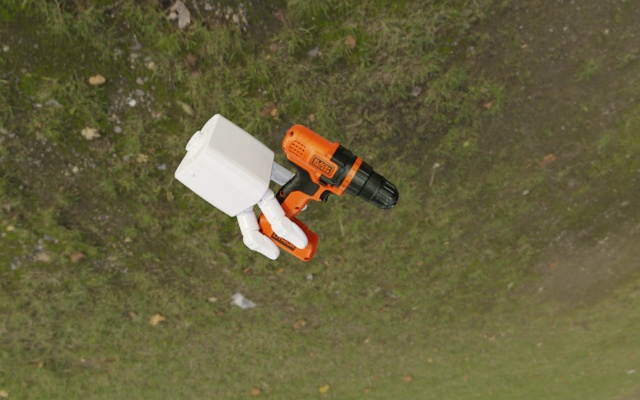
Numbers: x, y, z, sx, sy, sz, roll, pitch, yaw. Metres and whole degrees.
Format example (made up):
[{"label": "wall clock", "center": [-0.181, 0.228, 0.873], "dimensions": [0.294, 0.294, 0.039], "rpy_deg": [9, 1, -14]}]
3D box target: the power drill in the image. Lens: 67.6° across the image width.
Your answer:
[{"label": "power drill", "center": [0.000, 0.003, 0.715], "dimensions": [0.184, 0.188, 0.057], "rpy_deg": [33, 30, 0]}]
